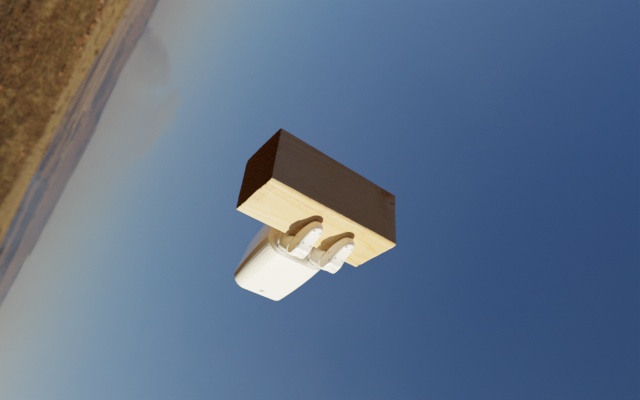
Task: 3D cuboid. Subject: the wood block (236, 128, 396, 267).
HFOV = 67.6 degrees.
[{"bbox_3d":[0.000,0.002,0.666,0.206,0.090,0.090,28,-43,-27],"label":"wood block"}]
